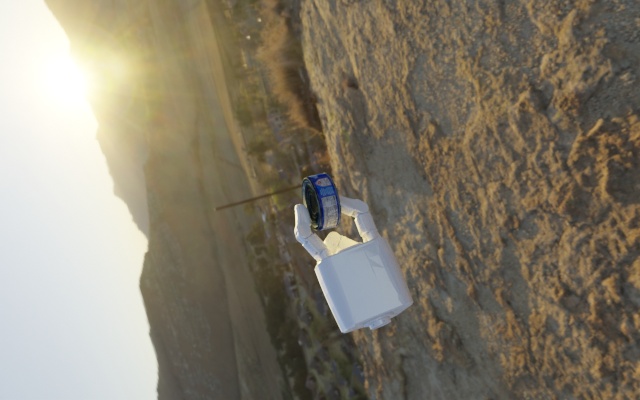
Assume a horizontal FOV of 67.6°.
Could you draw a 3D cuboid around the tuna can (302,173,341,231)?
[{"bbox_3d":[0.000,0.002,0.728,0.034,0.086,0.086,-13,4,-17],"label":"tuna can"}]
